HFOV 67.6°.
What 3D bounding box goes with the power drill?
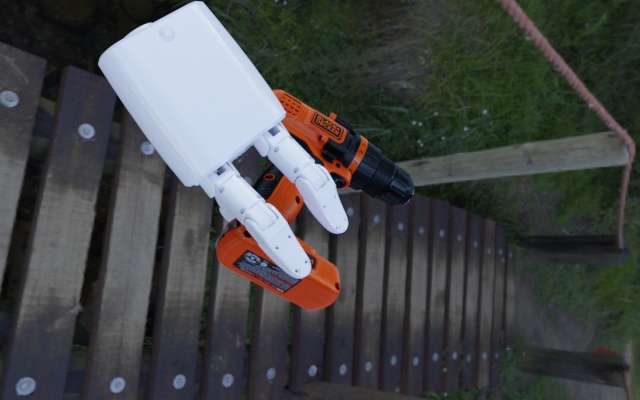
[{"bbox_3d":[0.000,0.002,0.442,0.184,0.187,0.057,29,-41,-12],"label":"power drill"}]
